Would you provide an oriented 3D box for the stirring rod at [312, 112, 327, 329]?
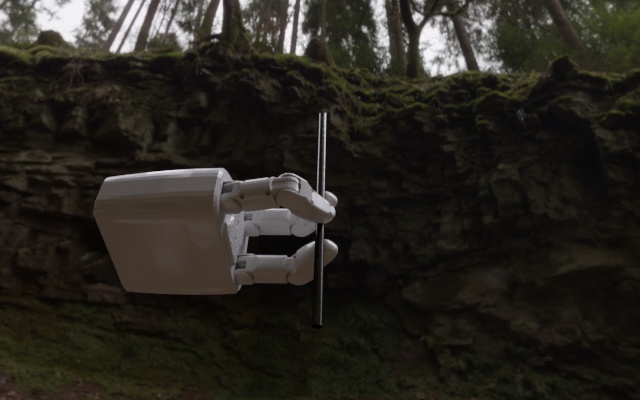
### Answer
[{"bbox_3d":[0.000,0.001,0.433,0.011,0.239,0.011,1,-39,1],"label":"stirring rod"}]
